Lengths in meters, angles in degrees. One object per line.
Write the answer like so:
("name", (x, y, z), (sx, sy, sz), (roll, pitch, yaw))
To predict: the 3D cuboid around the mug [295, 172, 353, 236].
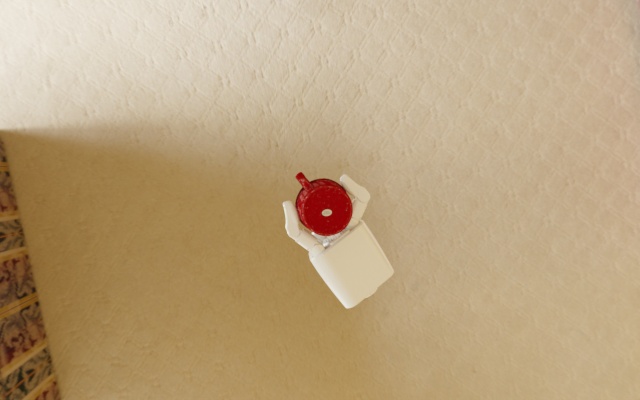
("mug", (-0.001, 0.001, 0.768), (0.093, 0.117, 0.081), (-35, 7, -1))
